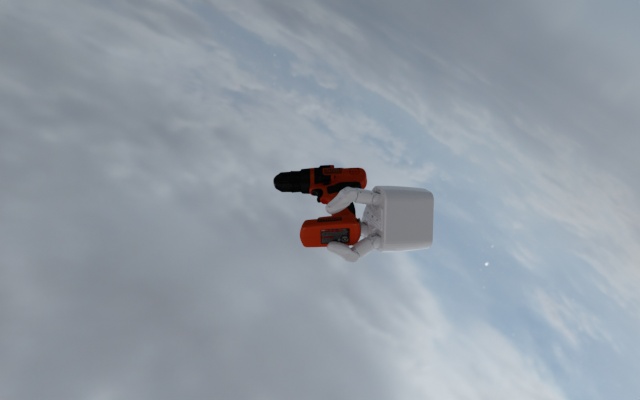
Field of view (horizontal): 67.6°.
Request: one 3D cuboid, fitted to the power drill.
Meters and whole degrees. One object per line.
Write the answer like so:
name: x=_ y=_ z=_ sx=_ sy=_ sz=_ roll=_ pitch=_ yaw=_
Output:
power drill: x=0.000 y=0.003 z=0.887 sx=0.184 sy=0.057 sz=0.187 roll=-4 pitch=41 yaw=2
